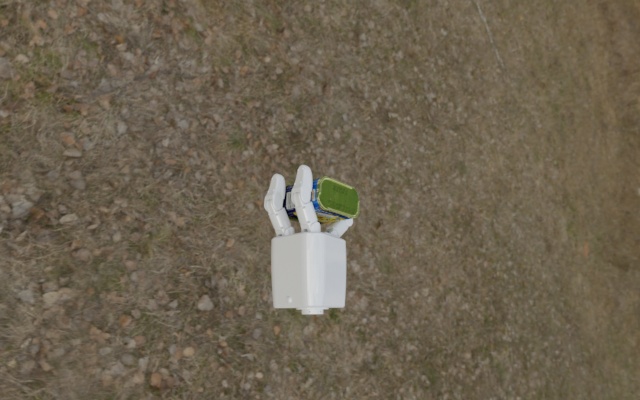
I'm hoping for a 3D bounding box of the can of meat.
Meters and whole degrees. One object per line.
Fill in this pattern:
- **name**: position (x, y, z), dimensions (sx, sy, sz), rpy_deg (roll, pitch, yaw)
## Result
- **can of meat**: position (0.000, 0.002, 0.752), dimensions (0.084, 0.057, 0.102), rpy_deg (-12, -21, 41)
